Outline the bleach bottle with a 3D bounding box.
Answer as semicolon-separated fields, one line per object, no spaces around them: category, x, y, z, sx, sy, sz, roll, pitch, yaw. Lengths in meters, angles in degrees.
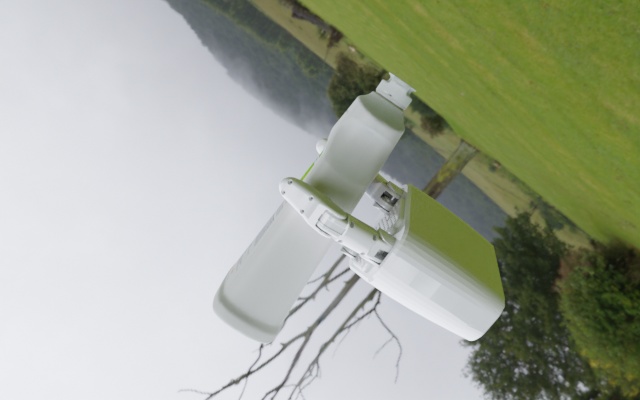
bleach bottle;0.000;0.001;0.426;0.068;0.251;0.102;33;14;-7
